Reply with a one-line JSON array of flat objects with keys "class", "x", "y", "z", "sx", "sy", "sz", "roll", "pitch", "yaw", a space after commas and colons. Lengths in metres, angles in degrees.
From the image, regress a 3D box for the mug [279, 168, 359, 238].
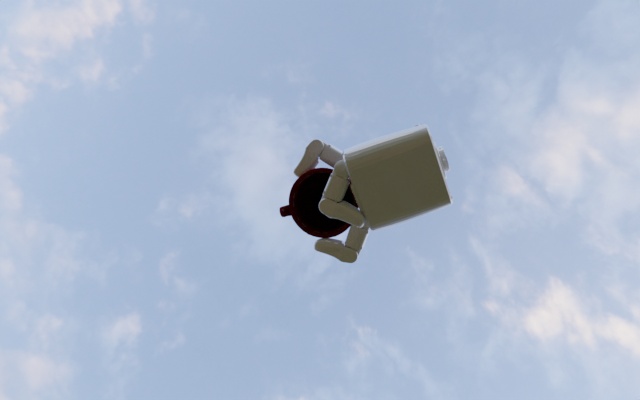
[{"class": "mug", "x": -0.001, "y": 0.003, "z": 0.663, "sx": 0.117, "sy": 0.093, "sz": 0.081, "roll": -17, "pitch": 3, "yaw": 13}]
